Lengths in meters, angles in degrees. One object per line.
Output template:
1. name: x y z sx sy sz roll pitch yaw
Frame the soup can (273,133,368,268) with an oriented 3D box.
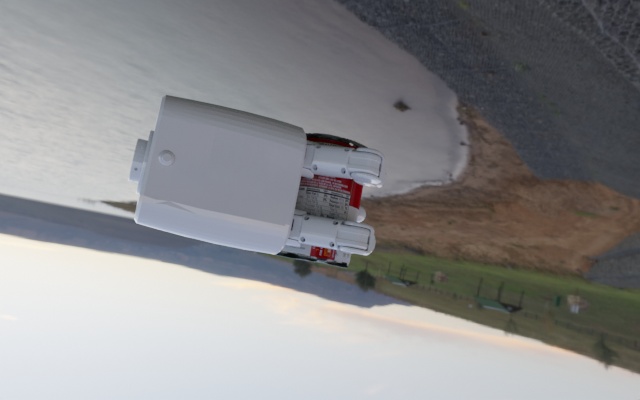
1. soup can: 0.000 0.002 0.406 0.068 0.102 0.068 10 -7 1
